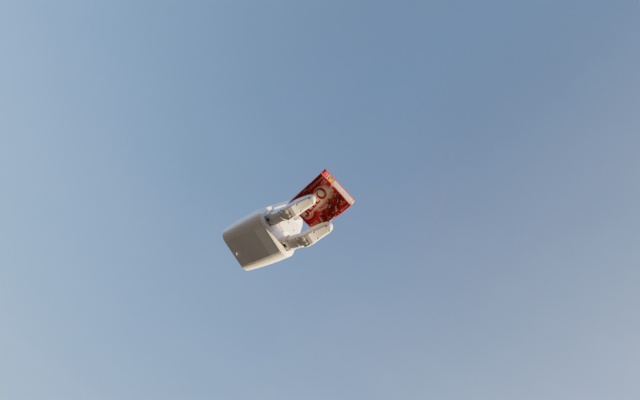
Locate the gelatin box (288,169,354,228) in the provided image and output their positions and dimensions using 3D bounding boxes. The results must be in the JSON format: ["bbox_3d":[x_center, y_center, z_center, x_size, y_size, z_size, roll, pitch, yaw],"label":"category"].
[{"bbox_3d":[0.001,0.002,0.805,0.089,0.073,0.030,-40,5,28],"label":"gelatin box"}]
